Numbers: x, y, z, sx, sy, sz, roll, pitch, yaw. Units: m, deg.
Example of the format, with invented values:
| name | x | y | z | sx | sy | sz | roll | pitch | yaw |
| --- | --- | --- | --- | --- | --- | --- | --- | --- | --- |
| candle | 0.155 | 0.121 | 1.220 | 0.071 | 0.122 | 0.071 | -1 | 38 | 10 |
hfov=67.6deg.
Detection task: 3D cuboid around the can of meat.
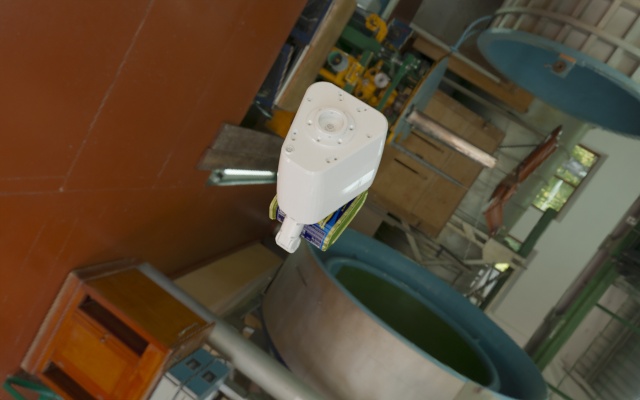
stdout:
| name | x | y | z | sx | sy | sz | roll | pitch | yaw |
| --- | --- | --- | --- | --- | --- | --- | --- | --- | --- |
| can of meat | 0.000 | 0.002 | 0.601 | 0.084 | 0.102 | 0.057 | 33 | -28 | 12 |
